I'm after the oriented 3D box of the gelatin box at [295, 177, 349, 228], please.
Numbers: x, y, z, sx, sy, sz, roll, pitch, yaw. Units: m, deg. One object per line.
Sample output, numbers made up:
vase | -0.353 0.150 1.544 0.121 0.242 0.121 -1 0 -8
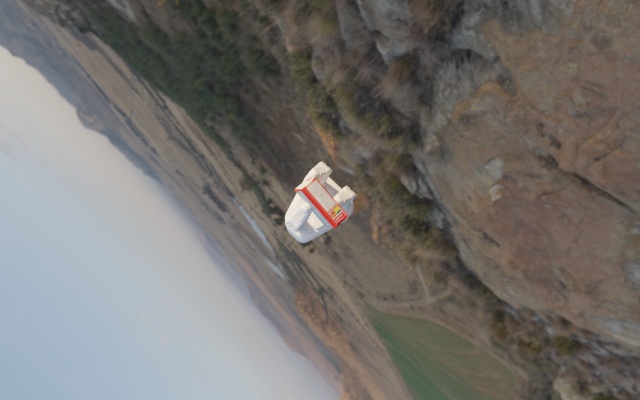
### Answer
gelatin box | 0.000 0.003 0.697 0.030 0.073 0.089 -41 6 -6
